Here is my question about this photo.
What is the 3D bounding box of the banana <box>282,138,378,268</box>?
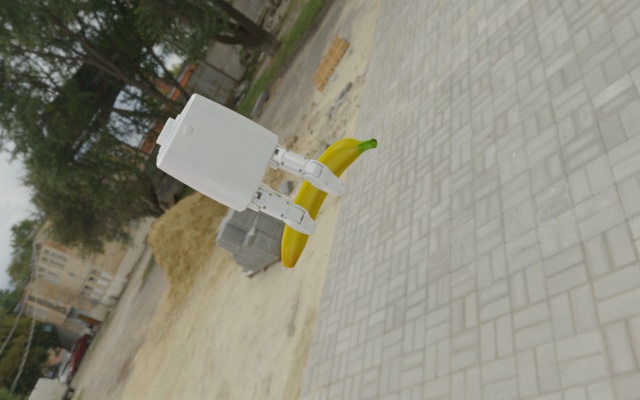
[{"bbox_3d":[-0.003,-0.007,0.620,0.037,0.198,0.069,29,9,-25],"label":"banana"}]
